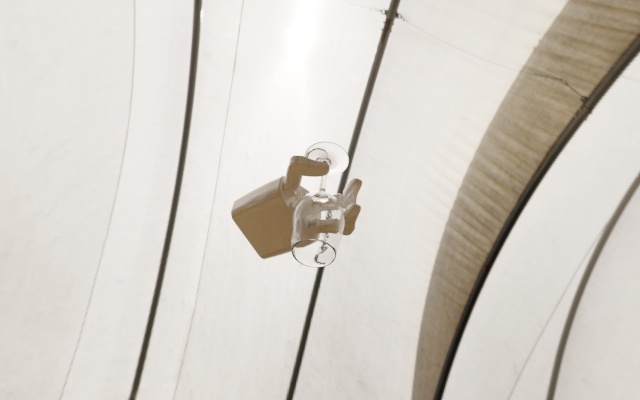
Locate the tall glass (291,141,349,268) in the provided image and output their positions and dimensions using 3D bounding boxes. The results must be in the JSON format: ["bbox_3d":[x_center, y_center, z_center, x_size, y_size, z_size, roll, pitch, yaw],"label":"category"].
[{"bbox_3d":[0.000,0.002,0.718,0.079,0.200,0.079,4,-45,4],"label":"tall glass"}]
